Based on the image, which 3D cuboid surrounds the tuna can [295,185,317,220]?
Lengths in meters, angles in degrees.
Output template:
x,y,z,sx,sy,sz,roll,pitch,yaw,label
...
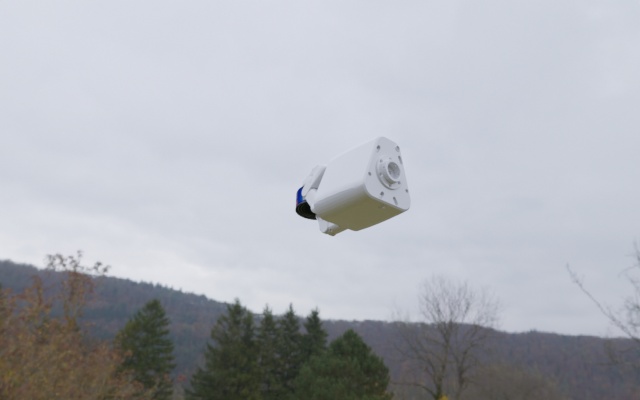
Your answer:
x,y,z,sx,sy,sz,roll,pitch,yaw,label
0.000,0.002,0.814,0.086,0.033,0.086,0,-25,0,tuna can
